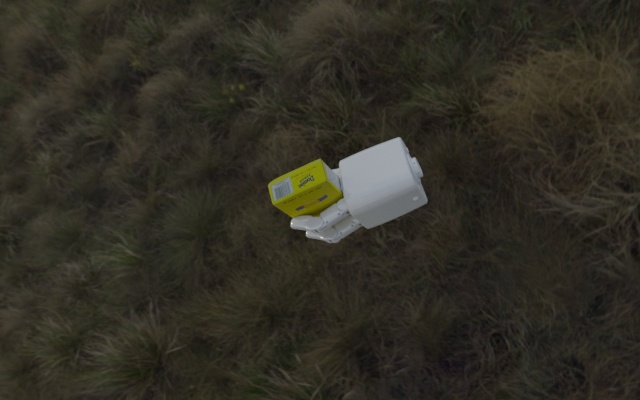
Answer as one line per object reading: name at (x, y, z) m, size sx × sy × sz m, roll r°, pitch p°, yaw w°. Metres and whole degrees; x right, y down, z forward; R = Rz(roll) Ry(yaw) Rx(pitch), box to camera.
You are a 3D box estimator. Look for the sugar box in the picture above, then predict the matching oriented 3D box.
sugar box at (0.000, 0.003, 0.766) m, size 0.093 × 0.048 × 0.176 m, roll -23°, pitch -30°, yaw 16°
